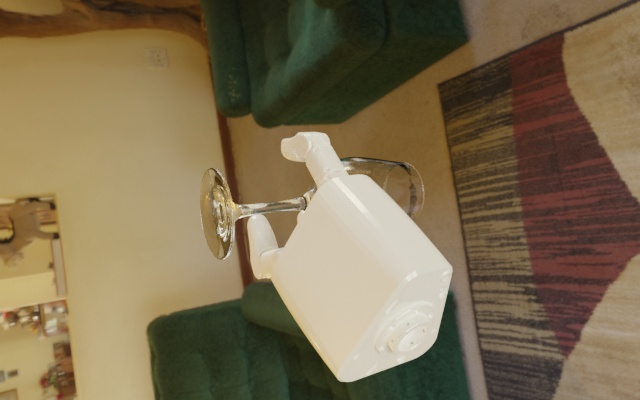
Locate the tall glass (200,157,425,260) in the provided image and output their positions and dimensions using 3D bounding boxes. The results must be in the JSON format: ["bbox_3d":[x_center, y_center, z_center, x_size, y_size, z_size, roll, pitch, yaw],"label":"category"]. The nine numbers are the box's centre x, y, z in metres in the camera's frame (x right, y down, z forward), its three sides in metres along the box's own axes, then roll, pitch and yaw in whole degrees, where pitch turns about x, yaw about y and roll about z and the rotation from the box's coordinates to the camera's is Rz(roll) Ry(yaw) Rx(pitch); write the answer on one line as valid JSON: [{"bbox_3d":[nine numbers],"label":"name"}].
[{"bbox_3d":[-0.001,0.001,0.434,0.201,0.079,0.079,-7,3,-31],"label":"tall glass"}]
